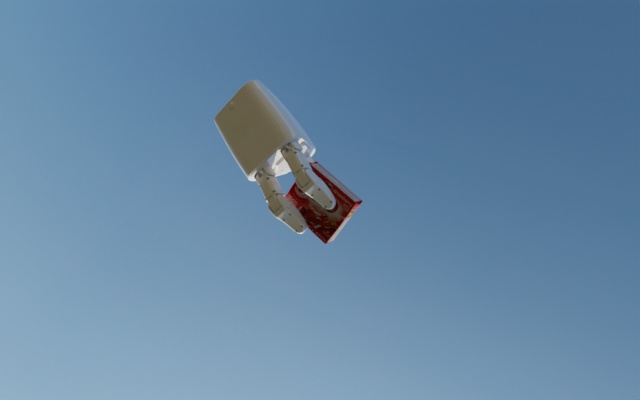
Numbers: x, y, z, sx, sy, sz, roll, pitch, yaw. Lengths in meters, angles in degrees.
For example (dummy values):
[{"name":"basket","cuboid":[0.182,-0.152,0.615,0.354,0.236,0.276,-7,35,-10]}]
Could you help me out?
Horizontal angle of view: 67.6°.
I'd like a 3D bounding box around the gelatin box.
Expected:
[{"name":"gelatin box","cuboid":[0.001,0.002,0.645,0.089,0.073,0.030,42,21,15]}]
